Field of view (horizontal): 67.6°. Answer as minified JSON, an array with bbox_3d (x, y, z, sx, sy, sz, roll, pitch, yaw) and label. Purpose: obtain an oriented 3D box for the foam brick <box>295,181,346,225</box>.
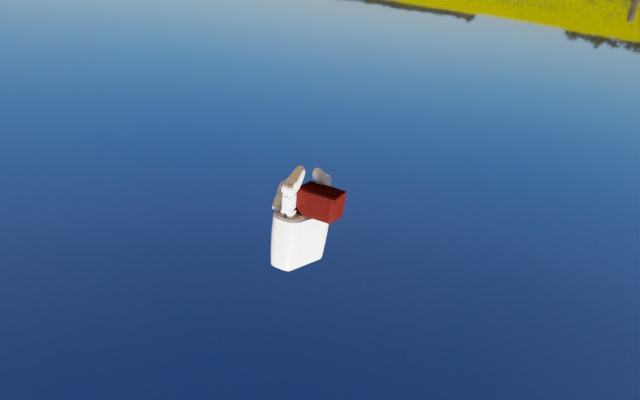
[{"bbox_3d":[0.000,0.003,0.870,0.078,0.051,0.053,18,24,23],"label":"foam brick"}]
